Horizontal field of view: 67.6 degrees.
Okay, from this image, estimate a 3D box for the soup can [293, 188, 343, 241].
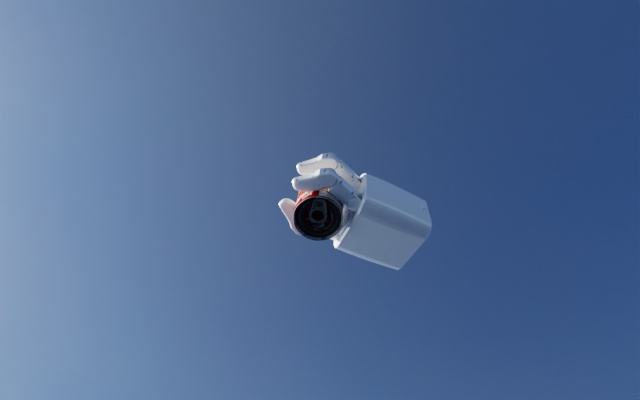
[{"bbox_3d":[0.000,0.002,0.686,0.068,0.068,0.102,0,28,4],"label":"soup can"}]
